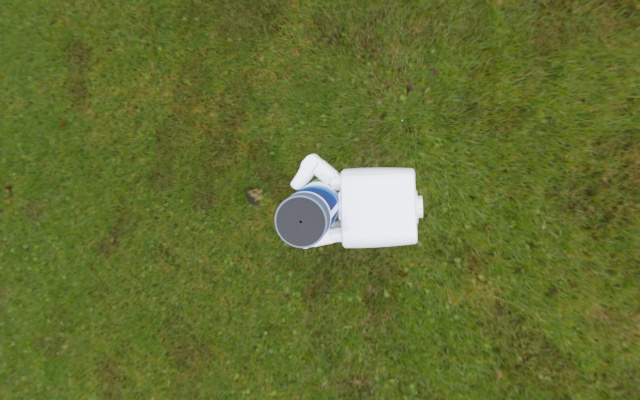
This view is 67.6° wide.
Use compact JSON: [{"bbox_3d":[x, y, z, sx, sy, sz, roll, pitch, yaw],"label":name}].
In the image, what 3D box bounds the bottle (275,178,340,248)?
[{"bbox_3d":[0.000,0.002,0.726,0.069,0.069,0.295,0,9,10],"label":"bottle"}]
